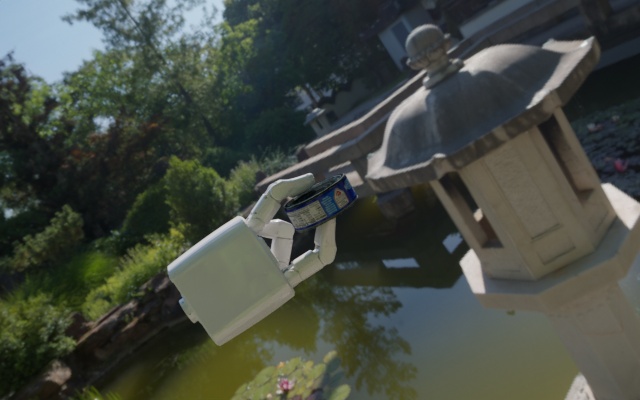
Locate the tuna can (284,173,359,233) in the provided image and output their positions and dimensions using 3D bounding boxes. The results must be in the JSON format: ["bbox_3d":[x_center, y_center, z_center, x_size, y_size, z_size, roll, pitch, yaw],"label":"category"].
[{"bbox_3d":[0.000,0.001,0.571,0.086,0.034,0.086,-28,10,5],"label":"tuna can"}]
